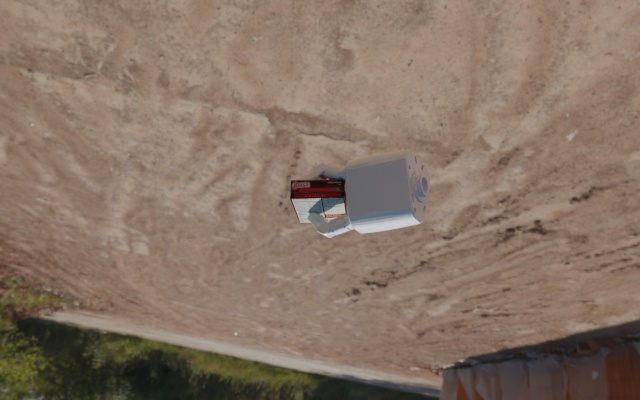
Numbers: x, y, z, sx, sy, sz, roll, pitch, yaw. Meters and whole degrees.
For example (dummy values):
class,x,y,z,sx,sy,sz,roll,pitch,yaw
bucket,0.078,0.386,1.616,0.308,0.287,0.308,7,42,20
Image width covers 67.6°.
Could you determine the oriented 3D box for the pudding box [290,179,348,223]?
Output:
class,x,y,z,sx,sy,sz,roll,pitch,yaw
pudding box,0.000,0.003,0.813,0.090,0.039,0.113,0,-26,6
